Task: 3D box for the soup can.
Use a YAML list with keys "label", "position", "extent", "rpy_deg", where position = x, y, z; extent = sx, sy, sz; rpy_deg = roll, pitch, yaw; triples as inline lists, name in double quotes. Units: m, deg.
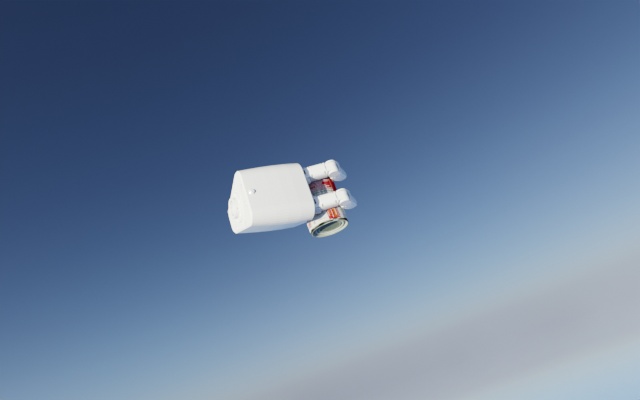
- label: "soup can"
  position: [0.001, 0.003, 0.808]
  extent: [0.068, 0.102, 0.068]
  rpy_deg: [-17, -22, -7]
